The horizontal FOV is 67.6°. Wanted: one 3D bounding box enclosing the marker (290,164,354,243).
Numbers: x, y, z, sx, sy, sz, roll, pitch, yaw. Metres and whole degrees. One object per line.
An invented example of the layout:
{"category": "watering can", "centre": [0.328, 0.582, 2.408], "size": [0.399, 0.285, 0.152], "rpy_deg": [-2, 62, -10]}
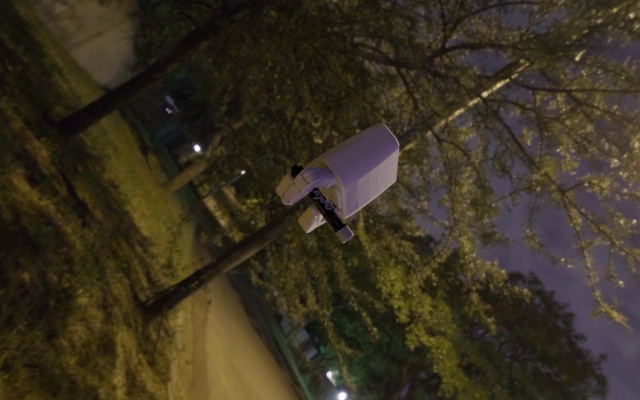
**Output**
{"category": "marker", "centre": [0.000, 0.002, 0.619], "size": [0.020, 0.121, 0.020], "rpy_deg": [-35, -12, -9]}
